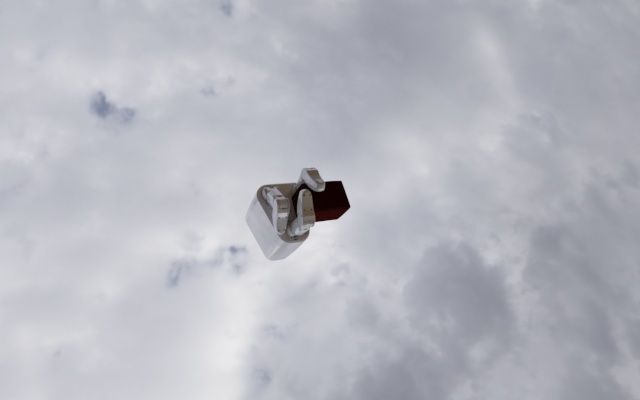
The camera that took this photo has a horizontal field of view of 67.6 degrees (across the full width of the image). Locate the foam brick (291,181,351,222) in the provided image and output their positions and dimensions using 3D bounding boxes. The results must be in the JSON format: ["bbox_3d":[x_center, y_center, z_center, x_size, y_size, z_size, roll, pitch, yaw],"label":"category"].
[{"bbox_3d":[0.000,0.003,0.797,0.078,0.053,0.051,-5,-24,-26],"label":"foam brick"}]
